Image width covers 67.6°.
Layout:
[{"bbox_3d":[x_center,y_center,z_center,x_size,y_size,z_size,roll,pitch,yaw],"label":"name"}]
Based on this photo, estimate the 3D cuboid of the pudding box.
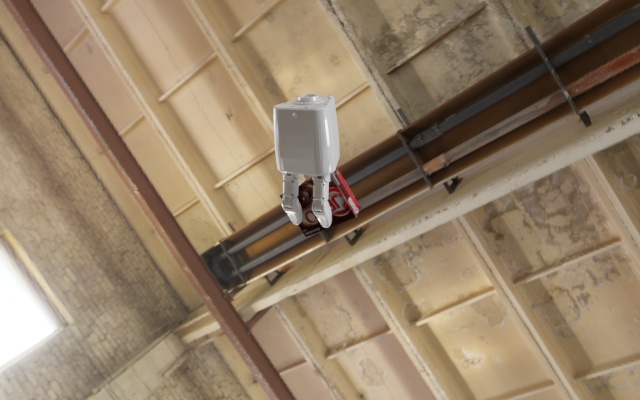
[{"bbox_3d":[0.000,0.003,0.817,0.113,0.090,0.039,-23,14,34],"label":"pudding box"}]
